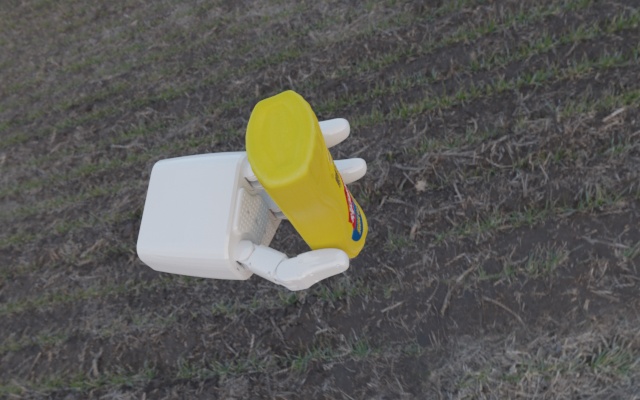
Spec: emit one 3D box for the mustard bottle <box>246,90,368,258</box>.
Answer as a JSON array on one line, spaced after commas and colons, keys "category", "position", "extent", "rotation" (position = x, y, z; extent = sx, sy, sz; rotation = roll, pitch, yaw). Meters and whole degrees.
[{"category": "mustard bottle", "position": [0.000, 0.001, 0.425], "extent": [0.058, 0.096, 0.192], "rotation": [-20, -39, 9]}]
